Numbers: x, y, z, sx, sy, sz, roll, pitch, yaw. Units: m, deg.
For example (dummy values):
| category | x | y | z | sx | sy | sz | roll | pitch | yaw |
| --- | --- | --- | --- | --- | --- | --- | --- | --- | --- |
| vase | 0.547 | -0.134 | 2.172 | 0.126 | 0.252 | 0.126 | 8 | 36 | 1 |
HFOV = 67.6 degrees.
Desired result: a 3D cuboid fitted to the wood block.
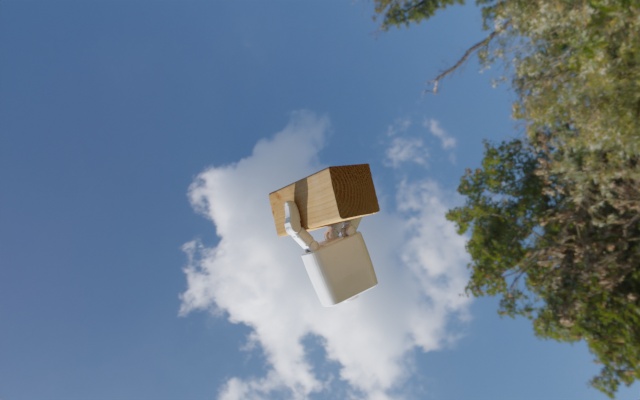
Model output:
| category | x | y | z | sx | sy | sz | roll | pitch | yaw |
| --- | --- | --- | --- | --- | --- | --- | --- | --- | --- |
| wood block | 0.000 | 0.003 | 0.875 | 0.091 | 0.090 | 0.206 | -9 | -7 | -37 |
